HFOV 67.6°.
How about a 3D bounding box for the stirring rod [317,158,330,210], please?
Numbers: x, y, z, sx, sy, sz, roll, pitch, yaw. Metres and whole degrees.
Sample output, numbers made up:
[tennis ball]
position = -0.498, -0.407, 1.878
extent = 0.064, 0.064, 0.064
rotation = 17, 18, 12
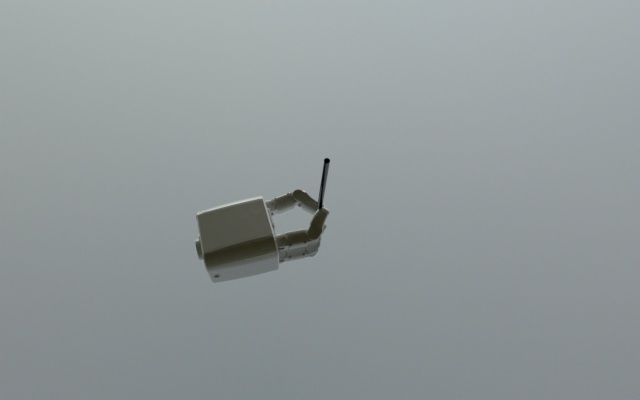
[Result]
[stirring rod]
position = 0.000, 0.002, 0.710
extent = 0.011, 0.011, 0.240
rotation = 0, -26, -4
